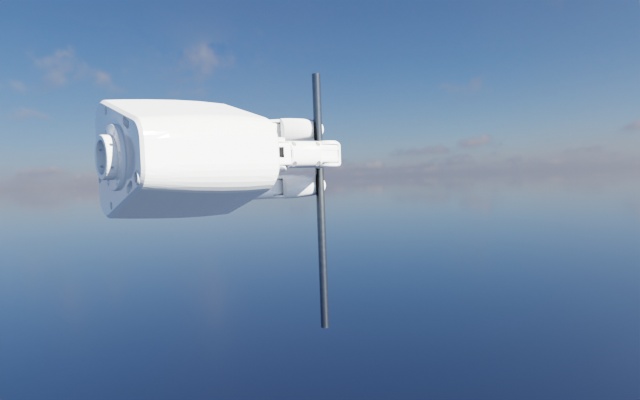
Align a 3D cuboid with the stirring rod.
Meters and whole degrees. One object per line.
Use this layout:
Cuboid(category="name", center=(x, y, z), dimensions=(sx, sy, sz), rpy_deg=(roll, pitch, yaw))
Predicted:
Cuboid(category="stirring rod", center=(0.000, 0.002, 0.453), dimensions=(0.011, 0.239, 0.011), rpy_deg=(-2, 3, 0))
